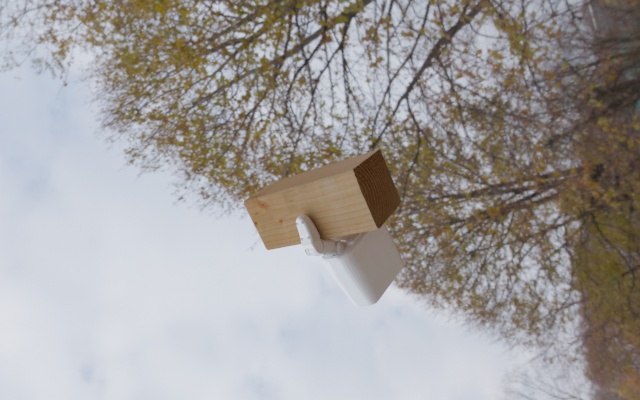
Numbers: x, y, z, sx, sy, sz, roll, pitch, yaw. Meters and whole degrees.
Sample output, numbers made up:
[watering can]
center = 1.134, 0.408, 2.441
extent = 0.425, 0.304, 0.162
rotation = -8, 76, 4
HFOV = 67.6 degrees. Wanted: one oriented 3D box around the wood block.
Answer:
[wood block]
center = 0.000, 0.003, 0.712
extent = 0.206, 0.090, 0.090
rotation = -15, 16, 36
